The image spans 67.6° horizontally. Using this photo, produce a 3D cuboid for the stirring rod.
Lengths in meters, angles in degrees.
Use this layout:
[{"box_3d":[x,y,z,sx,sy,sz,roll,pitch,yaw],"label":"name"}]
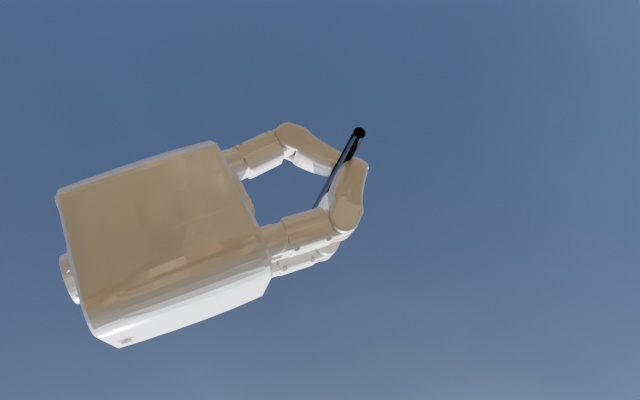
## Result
[{"box_3d":[0.000,0.001,0.410,0.011,0.011,0.240,0,-22,-13],"label":"stirring rod"}]
